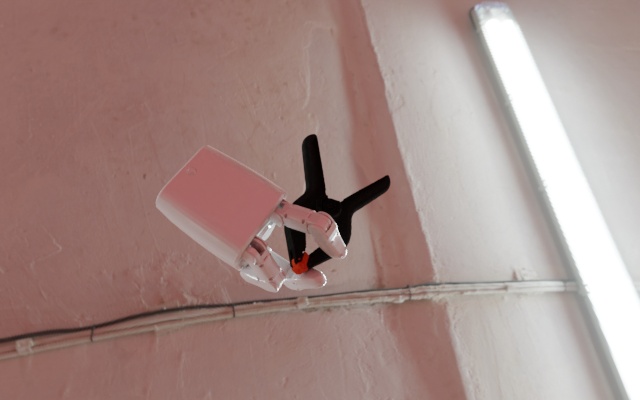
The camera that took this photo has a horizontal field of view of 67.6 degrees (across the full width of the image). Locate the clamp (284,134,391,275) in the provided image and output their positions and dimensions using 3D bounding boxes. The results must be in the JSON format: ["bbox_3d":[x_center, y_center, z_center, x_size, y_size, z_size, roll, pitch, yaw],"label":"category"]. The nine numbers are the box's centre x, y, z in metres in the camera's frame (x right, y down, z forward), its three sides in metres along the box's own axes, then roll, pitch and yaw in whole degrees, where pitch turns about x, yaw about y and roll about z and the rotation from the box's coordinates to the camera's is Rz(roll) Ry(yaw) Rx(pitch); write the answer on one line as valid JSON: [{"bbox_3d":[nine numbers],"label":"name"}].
[{"bbox_3d":[0.000,0.002,0.559,0.120,0.171,0.039,33,-31,3],"label":"clamp"}]
